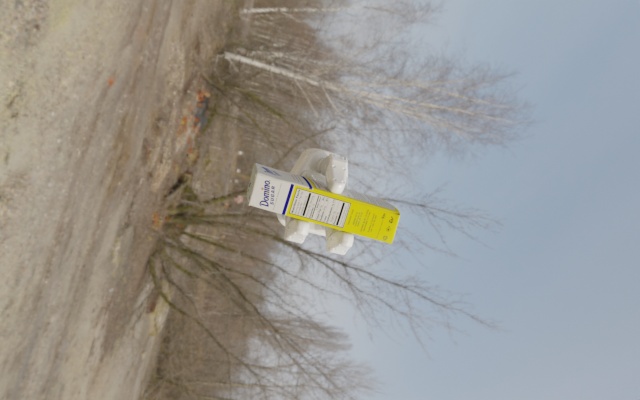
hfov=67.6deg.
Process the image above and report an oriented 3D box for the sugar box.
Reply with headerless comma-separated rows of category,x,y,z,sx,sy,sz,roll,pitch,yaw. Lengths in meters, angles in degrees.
sugar box,0.000,0.002,0.581,0.176,0.048,0.093,13,9,-11
